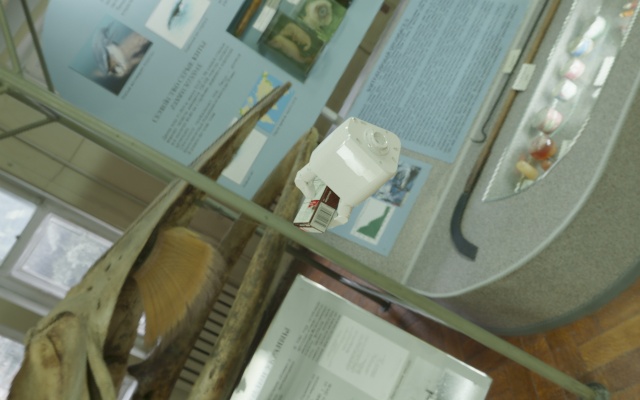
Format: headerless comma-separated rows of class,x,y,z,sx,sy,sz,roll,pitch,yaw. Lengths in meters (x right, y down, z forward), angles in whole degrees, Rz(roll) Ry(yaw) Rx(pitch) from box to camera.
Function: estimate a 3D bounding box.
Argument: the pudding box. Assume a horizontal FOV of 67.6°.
pudding box,0.000,0.003,0.884,0.039,0.113,0.090,31,-13,-17
